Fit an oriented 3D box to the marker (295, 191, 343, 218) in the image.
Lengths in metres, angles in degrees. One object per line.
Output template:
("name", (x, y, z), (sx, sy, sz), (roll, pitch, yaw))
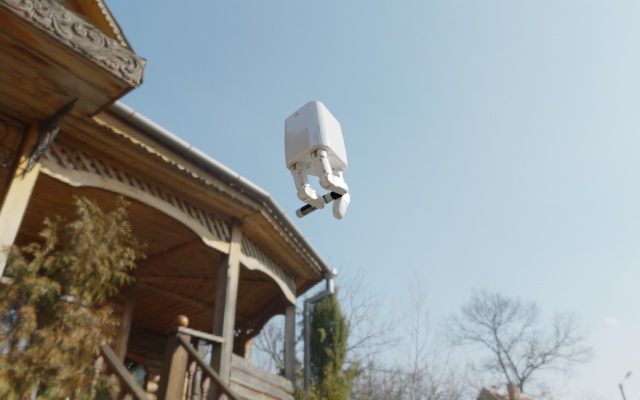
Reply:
("marker", (0.000, 0.003, 0.898), (0.121, 0.020, 0.020), (-29, -18, 36))
